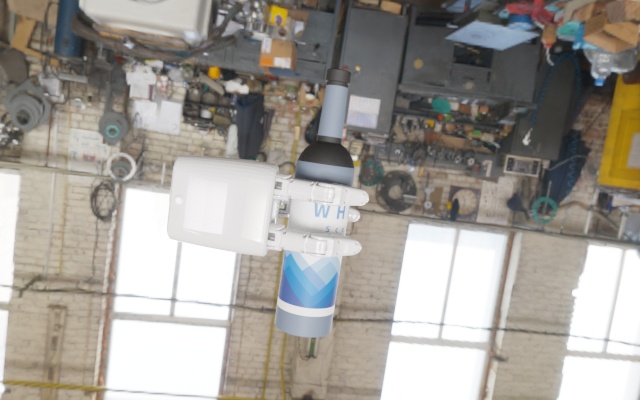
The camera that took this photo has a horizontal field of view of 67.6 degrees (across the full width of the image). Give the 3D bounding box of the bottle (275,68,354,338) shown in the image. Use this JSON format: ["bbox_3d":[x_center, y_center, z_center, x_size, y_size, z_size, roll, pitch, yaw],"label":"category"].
[{"bbox_3d":[0.000,0.002,0.542,0.069,0.296,0.069,8,5,-1],"label":"bottle"}]
